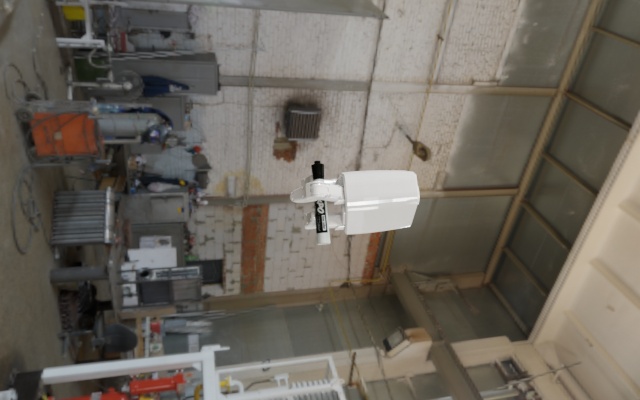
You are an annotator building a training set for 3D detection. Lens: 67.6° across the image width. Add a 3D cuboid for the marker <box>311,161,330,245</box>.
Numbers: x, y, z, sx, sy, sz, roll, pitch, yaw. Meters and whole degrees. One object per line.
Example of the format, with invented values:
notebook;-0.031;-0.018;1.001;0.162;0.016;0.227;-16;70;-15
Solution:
marker;0.000;0.002;0.682;0.020;0.121;0.020;-4;-11;-1
